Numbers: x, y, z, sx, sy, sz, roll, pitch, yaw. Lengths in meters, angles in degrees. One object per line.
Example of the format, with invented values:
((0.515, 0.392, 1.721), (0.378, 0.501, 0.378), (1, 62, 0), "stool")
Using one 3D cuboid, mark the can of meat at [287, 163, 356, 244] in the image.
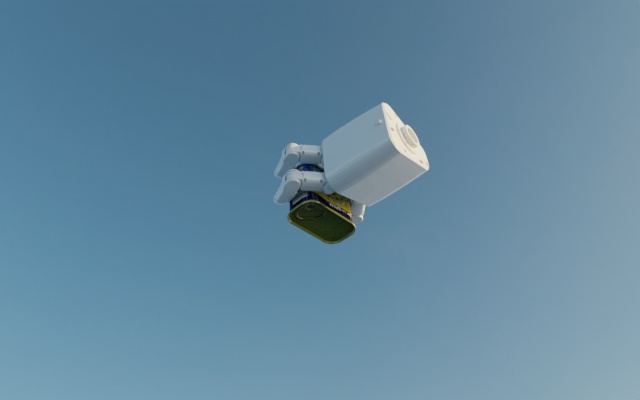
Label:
((0.000, 0.002, 0.697), (0.057, 0.083, 0.102), (-35, -50, 30), "can of meat")
